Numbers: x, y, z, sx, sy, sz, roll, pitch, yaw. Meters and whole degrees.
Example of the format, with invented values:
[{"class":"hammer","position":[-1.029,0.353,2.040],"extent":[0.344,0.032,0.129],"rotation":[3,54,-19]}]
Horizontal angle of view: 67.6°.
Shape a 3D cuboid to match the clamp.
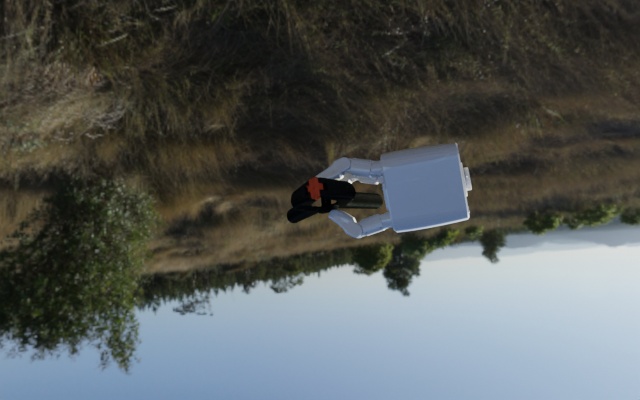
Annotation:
[{"class":"clamp","position":[0.000,0.003,0.728],"extent":[0.164,0.036,0.210],"rotation":[-13,-11,14]}]
